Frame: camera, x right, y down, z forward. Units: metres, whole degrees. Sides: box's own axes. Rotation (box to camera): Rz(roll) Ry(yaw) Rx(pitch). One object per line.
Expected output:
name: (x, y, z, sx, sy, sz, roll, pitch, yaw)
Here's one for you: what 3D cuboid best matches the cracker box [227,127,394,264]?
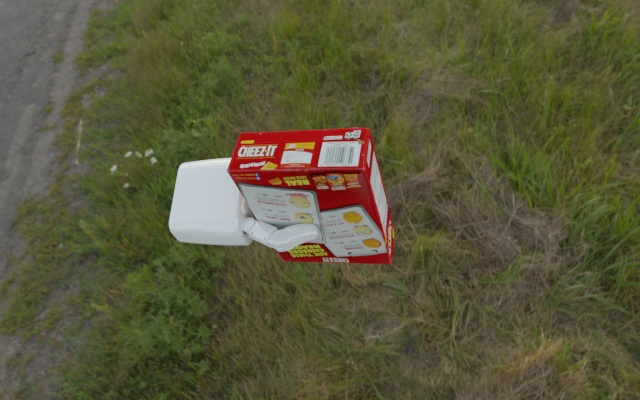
cracker box: (0.000, 0.002, 0.618, 0.164, 0.072, 0.214, 0, -35, 17)
